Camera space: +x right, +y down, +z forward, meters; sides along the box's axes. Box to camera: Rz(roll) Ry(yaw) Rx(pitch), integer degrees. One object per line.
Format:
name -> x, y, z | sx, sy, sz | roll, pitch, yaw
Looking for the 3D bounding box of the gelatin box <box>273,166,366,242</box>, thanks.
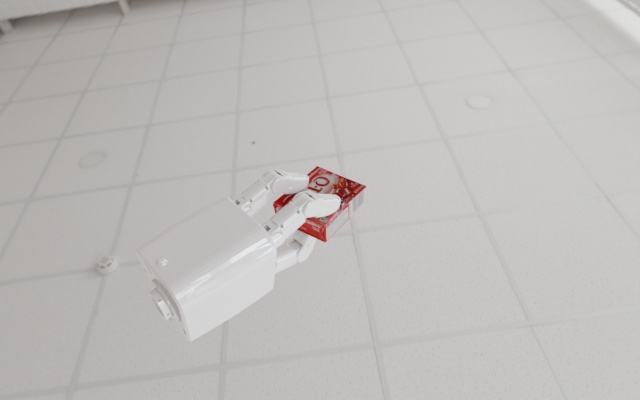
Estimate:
gelatin box -> 0.000, 0.002, 0.559 | 0.073, 0.030, 0.089 | 24, 45, 28
